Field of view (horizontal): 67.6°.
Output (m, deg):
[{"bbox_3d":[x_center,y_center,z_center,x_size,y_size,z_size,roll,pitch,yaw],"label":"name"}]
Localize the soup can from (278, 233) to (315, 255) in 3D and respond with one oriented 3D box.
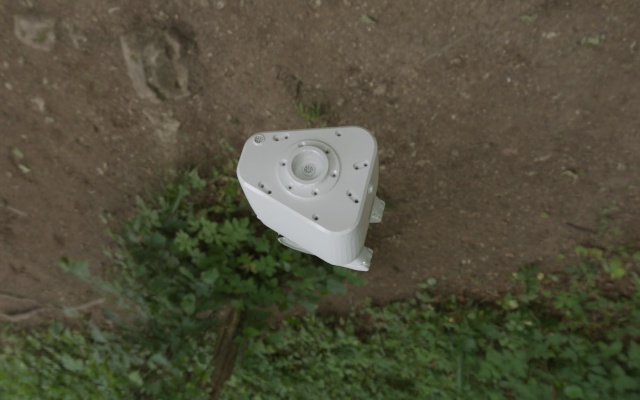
[{"bbox_3d":[0.000,0.002,0.506,0.068,0.102,0.068,14,-16,4],"label":"soup can"}]
